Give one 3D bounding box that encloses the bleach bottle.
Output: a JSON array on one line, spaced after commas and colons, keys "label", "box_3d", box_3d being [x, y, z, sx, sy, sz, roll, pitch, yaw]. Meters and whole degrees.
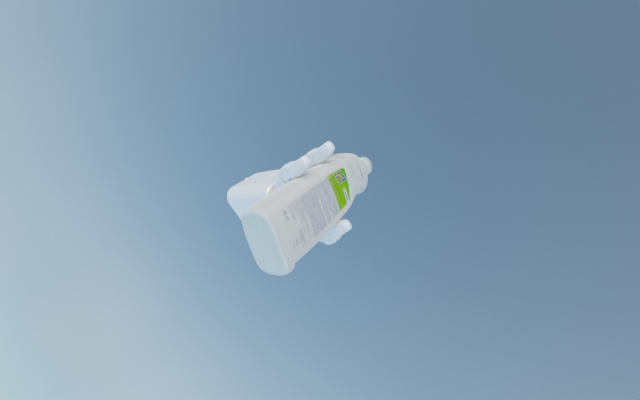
[{"label": "bleach bottle", "box_3d": [0.000, 0.002, 0.706, 0.068, 0.102, 0.250, 0, 25, 42]}]
